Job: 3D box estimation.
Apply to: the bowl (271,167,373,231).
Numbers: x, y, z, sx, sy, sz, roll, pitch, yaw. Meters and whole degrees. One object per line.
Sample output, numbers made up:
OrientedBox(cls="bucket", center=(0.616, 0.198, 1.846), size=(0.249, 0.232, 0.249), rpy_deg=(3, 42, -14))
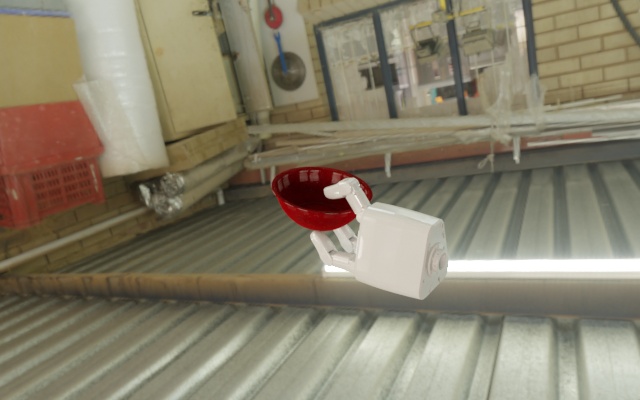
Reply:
OrientedBox(cls="bowl", center=(-0.001, 0.002, 0.770), size=(0.162, 0.055, 0.162), rpy_deg=(6, 28, -3))
